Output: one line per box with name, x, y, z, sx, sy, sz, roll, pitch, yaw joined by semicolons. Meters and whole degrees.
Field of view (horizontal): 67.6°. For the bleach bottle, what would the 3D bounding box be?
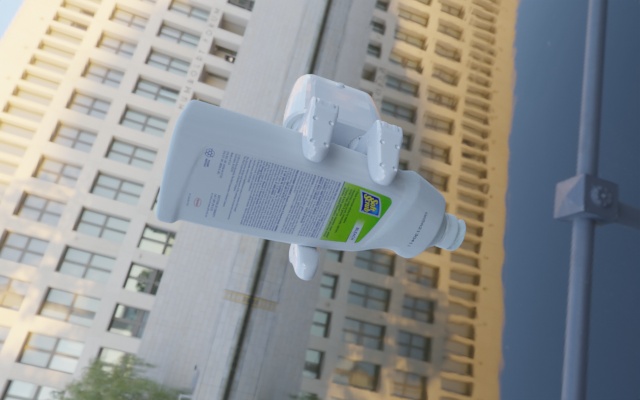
bleach bottle;0.000;0.001;0.403;0.251;0.103;0.068;17;32;-11
